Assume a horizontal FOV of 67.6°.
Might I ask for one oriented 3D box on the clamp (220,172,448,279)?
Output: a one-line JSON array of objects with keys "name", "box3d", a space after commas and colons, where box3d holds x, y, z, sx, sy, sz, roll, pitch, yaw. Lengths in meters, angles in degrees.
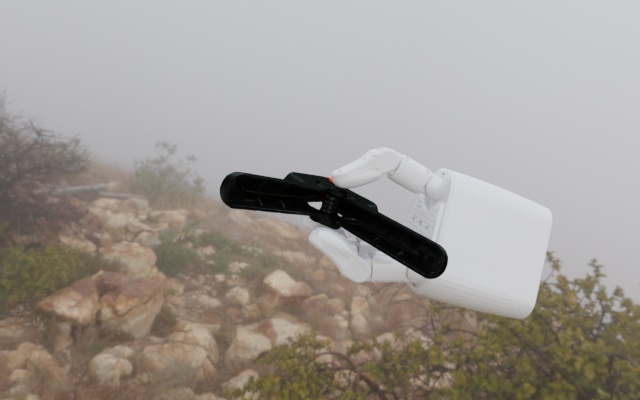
[{"name": "clamp", "box3d": [0.001, 0.001, 0.410, 0.164, 0.036, 0.210, 20, 8, -11]}]
